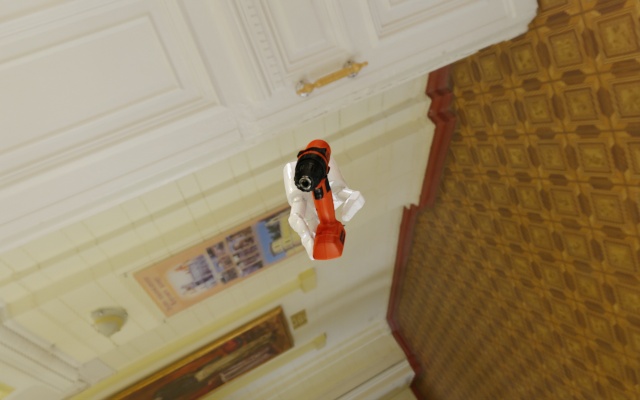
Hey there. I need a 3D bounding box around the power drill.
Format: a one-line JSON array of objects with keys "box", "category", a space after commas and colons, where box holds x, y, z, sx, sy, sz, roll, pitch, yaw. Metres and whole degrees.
[{"box": [0.000, 0.003, 0.809, 0.057, 0.188, 0.184, -5, 22, 11], "category": "power drill"}]
